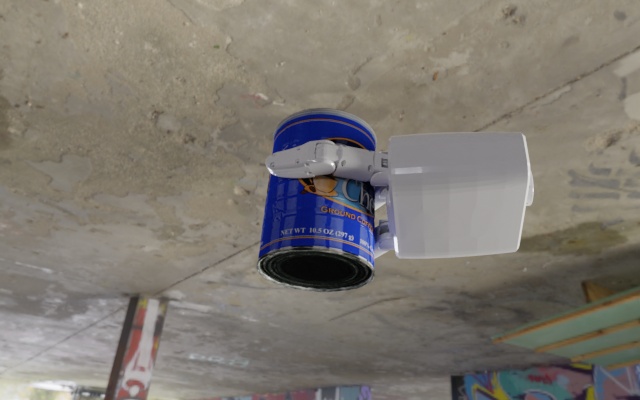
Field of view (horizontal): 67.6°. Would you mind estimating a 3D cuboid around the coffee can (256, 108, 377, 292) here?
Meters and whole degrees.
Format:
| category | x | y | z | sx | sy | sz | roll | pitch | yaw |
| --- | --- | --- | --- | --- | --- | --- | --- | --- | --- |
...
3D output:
| category | x | y | z | sx | sy | sz | roll | pitch | yaw |
| --- | --- | --- | --- | --- | --- | --- | --- | --- | --- |
| coffee can | 0.000 | 0.001 | 0.443 | 0.103 | 0.140 | 0.103 | 3 | -29 | 2 |
